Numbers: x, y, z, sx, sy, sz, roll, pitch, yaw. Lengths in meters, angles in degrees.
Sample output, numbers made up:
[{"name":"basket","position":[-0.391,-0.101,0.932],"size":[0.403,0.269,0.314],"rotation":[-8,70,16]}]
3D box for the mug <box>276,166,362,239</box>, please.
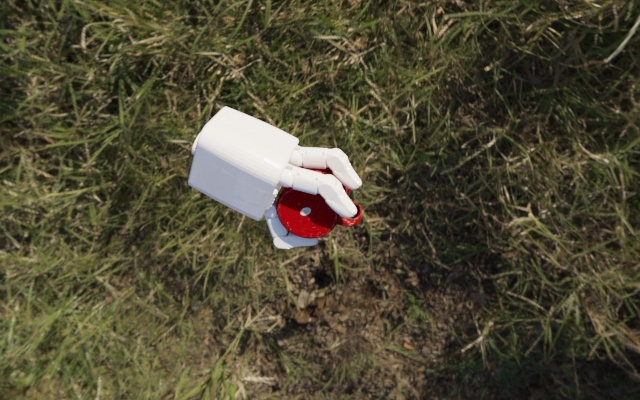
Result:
[{"name":"mug","position":[0.001,0.003,0.635],"size":[0.117,0.093,0.081],"rotation":[25,32,-4]}]
